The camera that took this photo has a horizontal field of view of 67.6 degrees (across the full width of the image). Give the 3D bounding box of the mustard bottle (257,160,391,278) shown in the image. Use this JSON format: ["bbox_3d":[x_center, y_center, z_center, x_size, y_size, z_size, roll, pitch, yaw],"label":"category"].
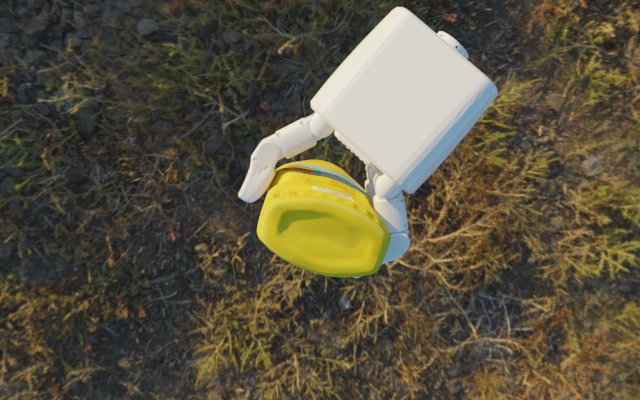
[{"bbox_3d":[0.000,0.002,0.427,0.096,0.058,0.191,16,15,-6],"label":"mustard bottle"}]
